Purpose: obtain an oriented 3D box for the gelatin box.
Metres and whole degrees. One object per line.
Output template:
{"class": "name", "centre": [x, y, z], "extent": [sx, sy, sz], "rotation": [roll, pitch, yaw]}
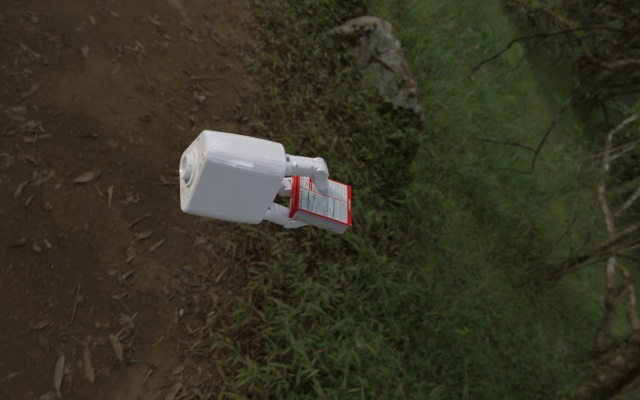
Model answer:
{"class": "gelatin box", "centre": [0.001, 0.002, 0.690], "extent": [0.089, 0.073, 0.030], "rotation": [18, -41, -19]}
